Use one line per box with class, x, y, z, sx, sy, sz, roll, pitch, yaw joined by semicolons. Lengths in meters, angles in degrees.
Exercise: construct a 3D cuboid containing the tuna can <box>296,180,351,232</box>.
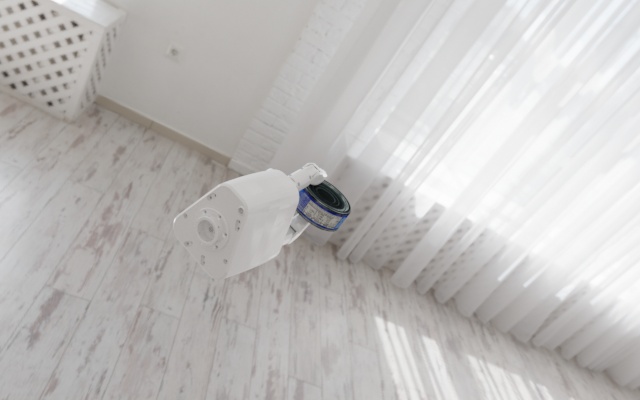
tuna can;0.000;0.002;0.667;0.086;0.034;0.086;31;23;-15
